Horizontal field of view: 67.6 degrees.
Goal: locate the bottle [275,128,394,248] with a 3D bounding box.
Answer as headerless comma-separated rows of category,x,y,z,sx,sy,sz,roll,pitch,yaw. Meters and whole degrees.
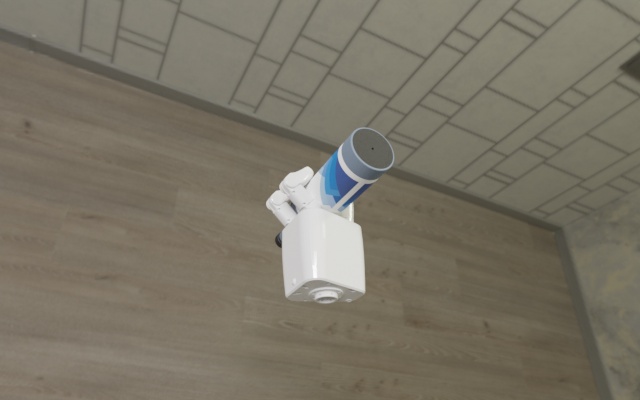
bottle,0.000,0.002,0.723,0.069,0.069,0.296,0,-28,-31
